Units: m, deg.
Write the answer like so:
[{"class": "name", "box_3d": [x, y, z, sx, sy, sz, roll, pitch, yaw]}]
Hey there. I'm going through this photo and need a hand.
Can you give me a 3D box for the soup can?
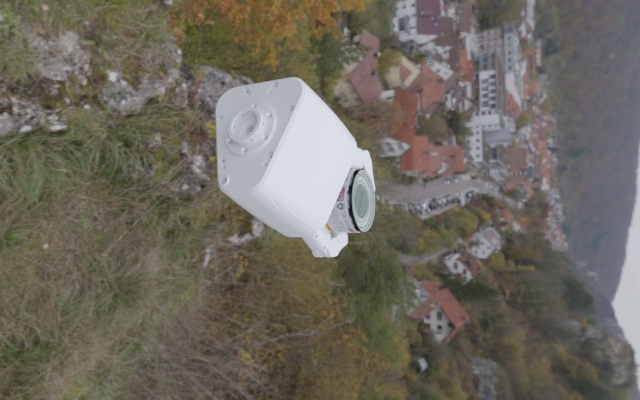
[{"class": "soup can", "box_3d": [0.001, 0.002, 0.516, 0.102, 0.068, 0.068, -2, -1, 27]}]
